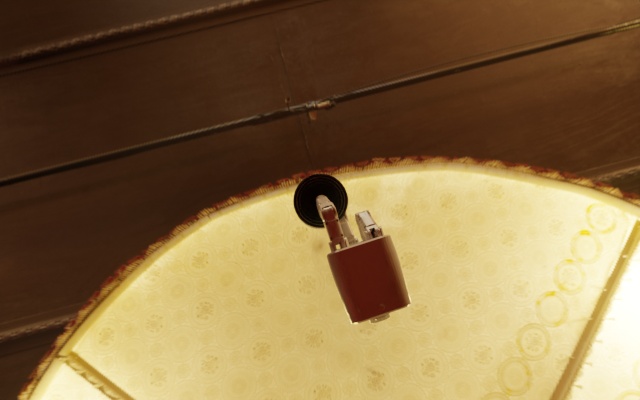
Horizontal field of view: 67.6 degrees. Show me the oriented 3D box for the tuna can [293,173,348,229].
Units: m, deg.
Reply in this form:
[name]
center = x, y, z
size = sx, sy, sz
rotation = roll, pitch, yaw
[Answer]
[tuna can]
center = 0.000, 0.002, 0.756
size = 0.086, 0.086, 0.034
rotation = 0, -8, -1
